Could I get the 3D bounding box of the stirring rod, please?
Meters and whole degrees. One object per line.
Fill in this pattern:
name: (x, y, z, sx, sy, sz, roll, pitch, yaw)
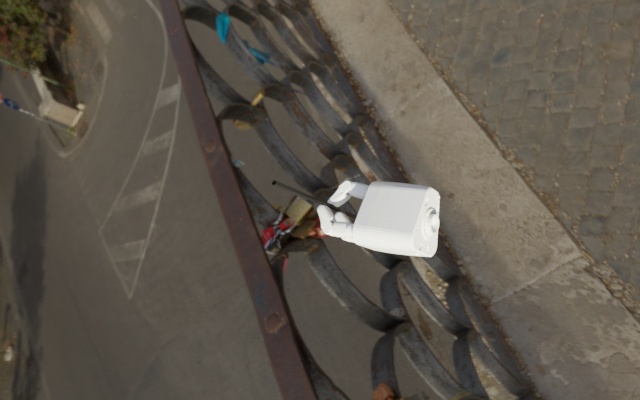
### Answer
stirring rod: (0.000, 0.003, 0.808, 0.011, 0.011, 0.239, 0, -14, 37)
